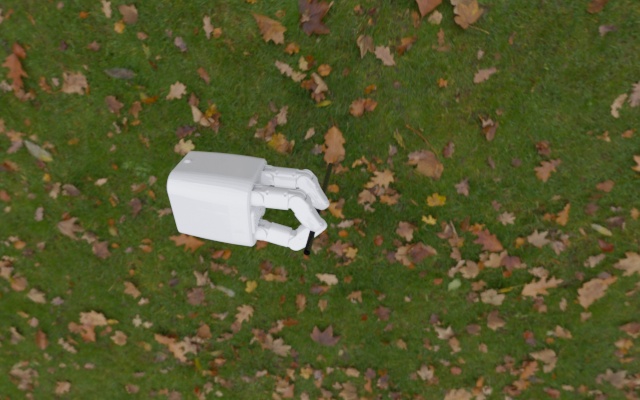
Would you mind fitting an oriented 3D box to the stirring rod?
[{"bbox_3d":[0.000,0.002,0.667,0.011,0.011,0.239,0,30,9],"label":"stirring rod"}]
